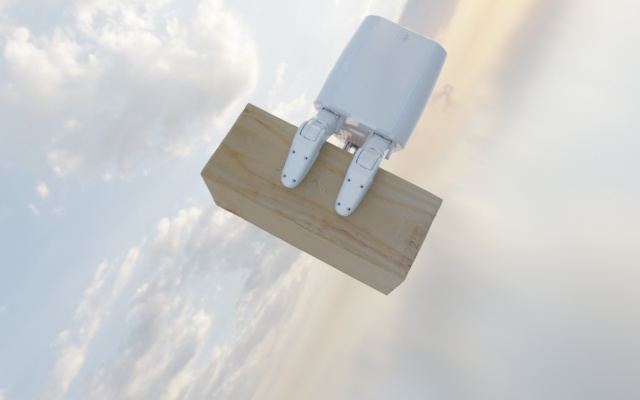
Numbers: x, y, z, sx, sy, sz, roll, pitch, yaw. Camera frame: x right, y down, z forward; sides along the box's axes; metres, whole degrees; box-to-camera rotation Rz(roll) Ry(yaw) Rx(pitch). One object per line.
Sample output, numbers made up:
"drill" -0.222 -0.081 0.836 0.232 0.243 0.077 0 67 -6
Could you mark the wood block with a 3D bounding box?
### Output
"wood block" 0.000 0.001 0.475 0.206 0.090 0.091 27 -18 7
